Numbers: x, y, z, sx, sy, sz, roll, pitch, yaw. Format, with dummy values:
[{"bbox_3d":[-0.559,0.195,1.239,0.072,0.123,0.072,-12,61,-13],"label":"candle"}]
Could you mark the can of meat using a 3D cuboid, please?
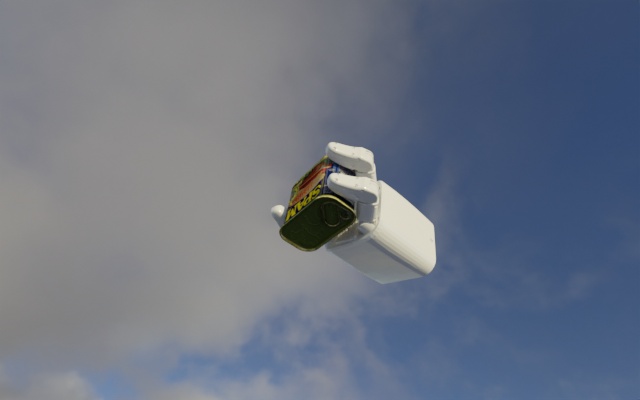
[{"bbox_3d":[0.000,0.002,0.600,0.057,0.083,0.102,34,-50,-22],"label":"can of meat"}]
